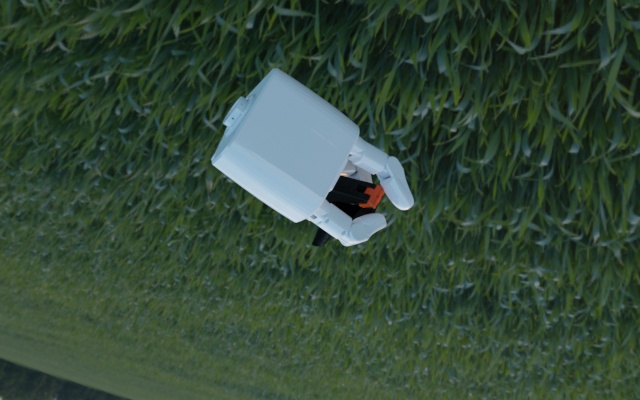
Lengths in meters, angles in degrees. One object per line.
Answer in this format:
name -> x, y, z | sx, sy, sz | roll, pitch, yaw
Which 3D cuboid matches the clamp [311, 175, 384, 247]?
clamp -> 0.000, 0.002, 0.573 | 0.120, 0.039, 0.171 | 35, -33, -19
